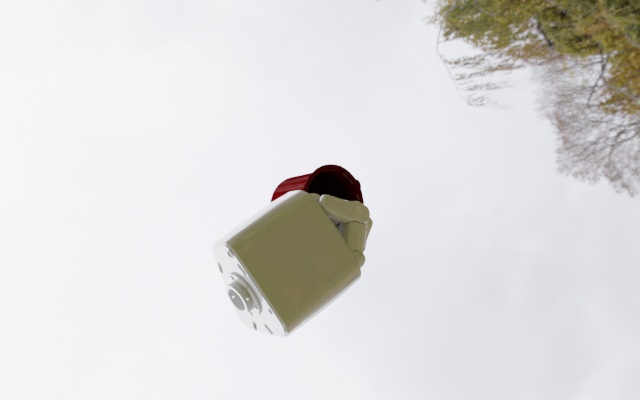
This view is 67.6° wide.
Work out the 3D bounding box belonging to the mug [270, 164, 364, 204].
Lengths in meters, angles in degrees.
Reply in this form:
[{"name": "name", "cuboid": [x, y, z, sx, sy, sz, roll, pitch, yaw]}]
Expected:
[{"name": "mug", "cuboid": [0.001, 0.001, 0.588, 0.117, 0.093, 0.081, -34, 16, -36]}]
